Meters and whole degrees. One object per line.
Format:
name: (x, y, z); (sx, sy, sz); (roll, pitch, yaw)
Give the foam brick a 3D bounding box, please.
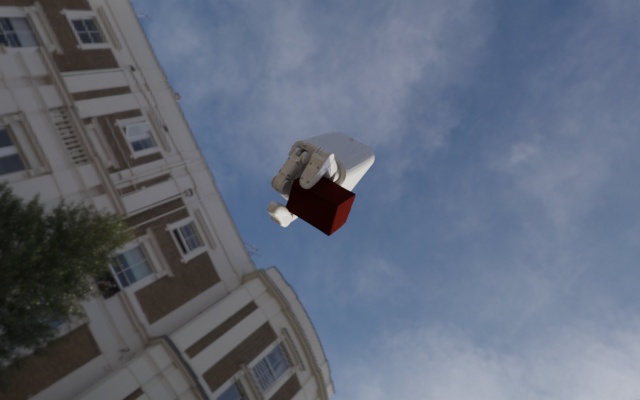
foam brick: (0.000, 0.002, 0.667); (0.078, 0.053, 0.051); (31, 32, 21)
